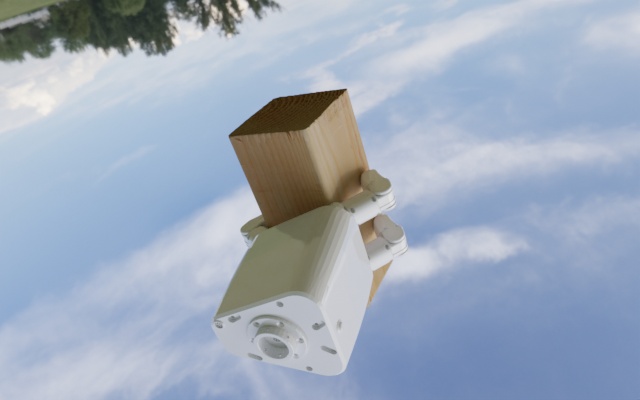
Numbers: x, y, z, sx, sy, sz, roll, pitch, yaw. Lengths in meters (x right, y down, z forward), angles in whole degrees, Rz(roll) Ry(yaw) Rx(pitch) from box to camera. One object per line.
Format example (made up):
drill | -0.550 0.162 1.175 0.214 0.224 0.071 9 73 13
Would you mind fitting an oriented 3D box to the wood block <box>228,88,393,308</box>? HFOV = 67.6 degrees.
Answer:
wood block | 0.000 0.002 0.494 0.091 0.206 0.090 1 35 32
